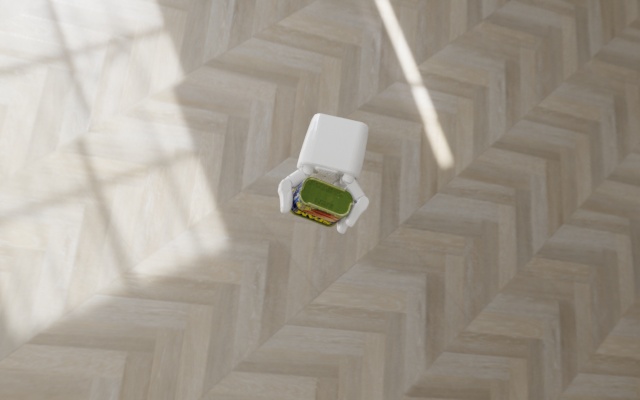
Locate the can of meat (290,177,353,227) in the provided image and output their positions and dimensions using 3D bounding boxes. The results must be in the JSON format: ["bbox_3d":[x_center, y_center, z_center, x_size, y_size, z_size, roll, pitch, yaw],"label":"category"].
[{"bbox_3d":[0.000,0.003,0.861,0.102,0.057,0.084,21,-18,-11],"label":"can of meat"}]
